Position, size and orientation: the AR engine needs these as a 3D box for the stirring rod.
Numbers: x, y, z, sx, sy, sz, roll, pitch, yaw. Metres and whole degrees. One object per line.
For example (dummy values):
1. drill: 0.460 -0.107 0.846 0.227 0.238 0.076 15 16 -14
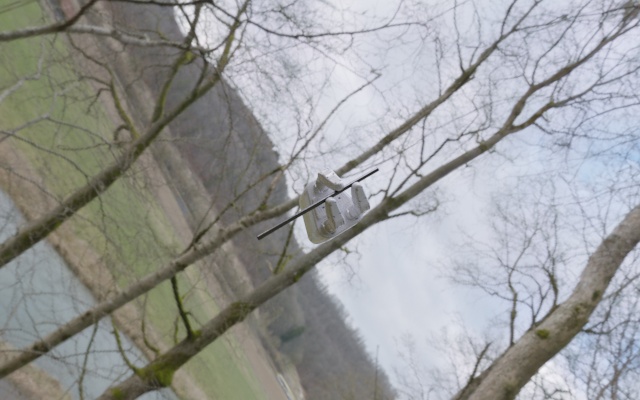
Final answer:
1. stirring rod: 0.000 0.003 0.792 0.239 0.011 0.011 -30 10 -18
